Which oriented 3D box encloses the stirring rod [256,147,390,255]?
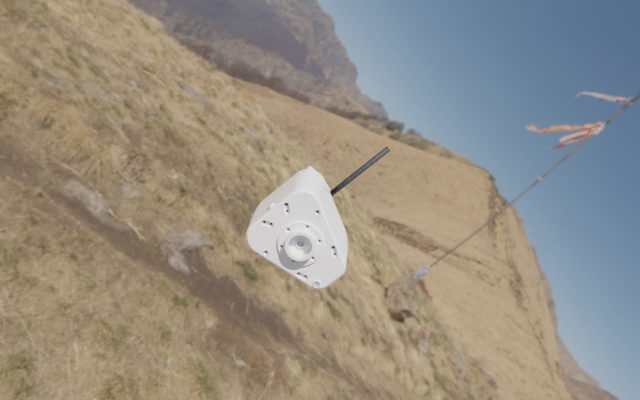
[{"bbox_3d":[0.000,0.002,0.673,0.239,0.011,0.011,-38,-7,9],"label":"stirring rod"}]
